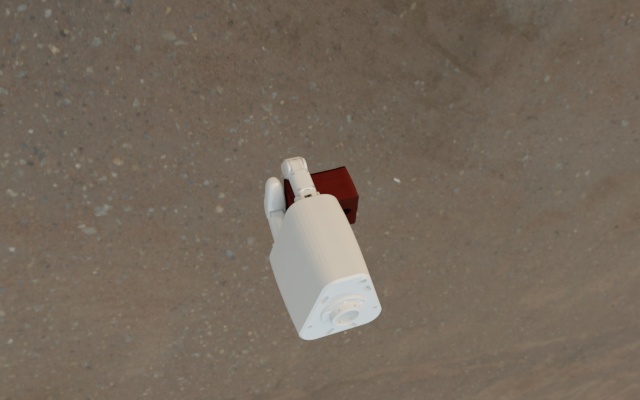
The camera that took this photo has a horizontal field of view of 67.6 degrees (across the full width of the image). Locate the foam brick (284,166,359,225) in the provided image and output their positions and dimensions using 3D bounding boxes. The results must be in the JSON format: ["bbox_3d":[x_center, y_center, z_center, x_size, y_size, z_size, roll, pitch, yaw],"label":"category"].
[{"bbox_3d":[0.000,0.002,0.563,0.078,0.051,0.053,-14,-40,-14],"label":"foam brick"}]
